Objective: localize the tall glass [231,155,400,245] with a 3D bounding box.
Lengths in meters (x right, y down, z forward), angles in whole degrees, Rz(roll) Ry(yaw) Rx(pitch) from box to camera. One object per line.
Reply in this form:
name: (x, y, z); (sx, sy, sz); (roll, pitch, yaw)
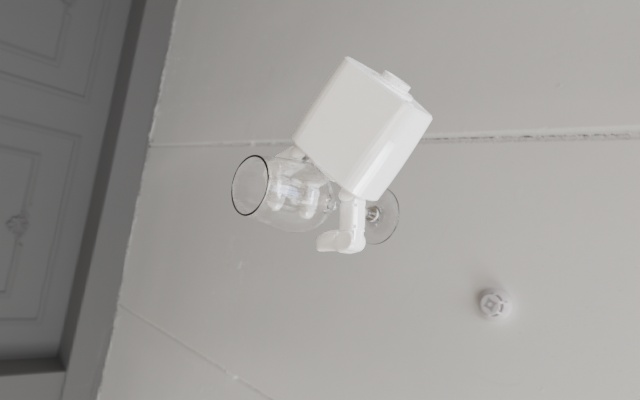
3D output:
tall glass: (0.001, 0.002, 0.538); (0.201, 0.079, 0.079); (13, -9, -43)
